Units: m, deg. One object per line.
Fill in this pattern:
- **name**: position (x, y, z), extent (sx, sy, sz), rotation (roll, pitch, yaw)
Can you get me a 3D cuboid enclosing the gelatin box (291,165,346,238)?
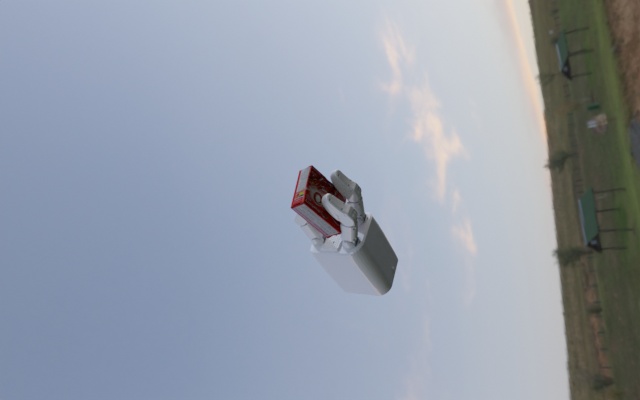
- **gelatin box**: position (0.000, 0.002, 0.717), extent (0.030, 0.073, 0.089), rotation (-22, -49, 36)
